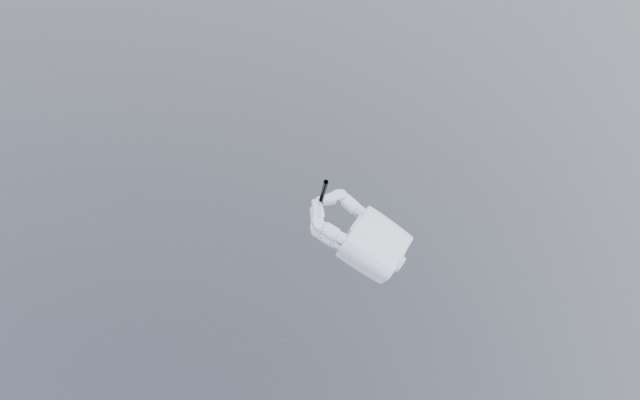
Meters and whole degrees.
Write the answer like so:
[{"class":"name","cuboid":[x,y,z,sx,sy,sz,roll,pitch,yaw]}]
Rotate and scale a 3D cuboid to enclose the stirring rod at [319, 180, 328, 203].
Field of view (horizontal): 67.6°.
[{"class":"stirring rod","cuboid":[0.000,0.003,0.900,0.011,0.011,0.239,0,-16,-4]}]
